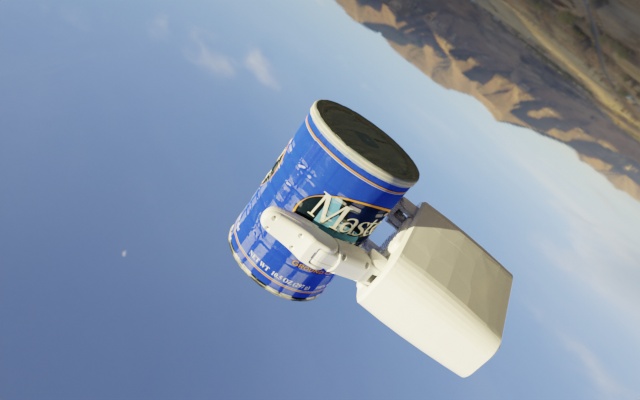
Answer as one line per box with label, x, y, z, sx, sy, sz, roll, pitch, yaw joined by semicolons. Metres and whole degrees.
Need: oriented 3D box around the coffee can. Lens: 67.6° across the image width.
coffee can;0.000;0.001;0.407;0.103;0.140;0.102;30;25;-16
